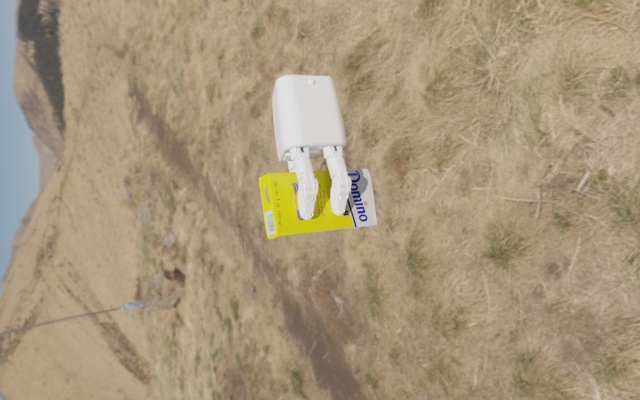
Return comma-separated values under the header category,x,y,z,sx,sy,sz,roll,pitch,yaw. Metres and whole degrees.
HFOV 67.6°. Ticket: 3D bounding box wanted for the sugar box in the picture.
category,x,y,z,sx,sy,sz,roll,pitch,yaw
sugar box,0.000,0.002,0.722,0.176,0.093,0.048,-6,-5,-28
